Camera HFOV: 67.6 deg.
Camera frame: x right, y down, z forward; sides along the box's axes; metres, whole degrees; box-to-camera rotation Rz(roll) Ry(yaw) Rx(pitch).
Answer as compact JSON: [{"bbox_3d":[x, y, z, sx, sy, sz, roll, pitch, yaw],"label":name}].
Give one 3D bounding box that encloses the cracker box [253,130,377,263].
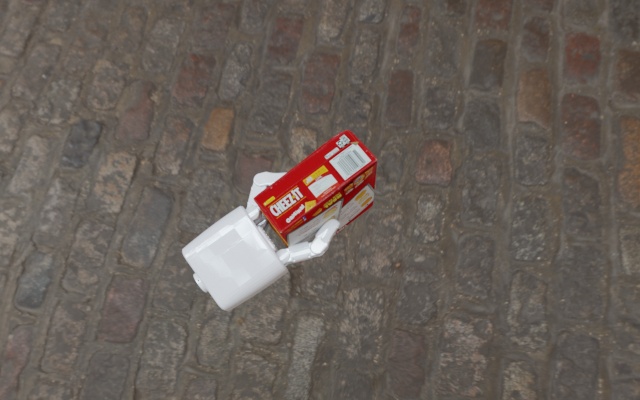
[{"bbox_3d":[0.000,0.002,0.726,0.164,0.072,0.214,-38,-16,-7],"label":"cracker box"}]
